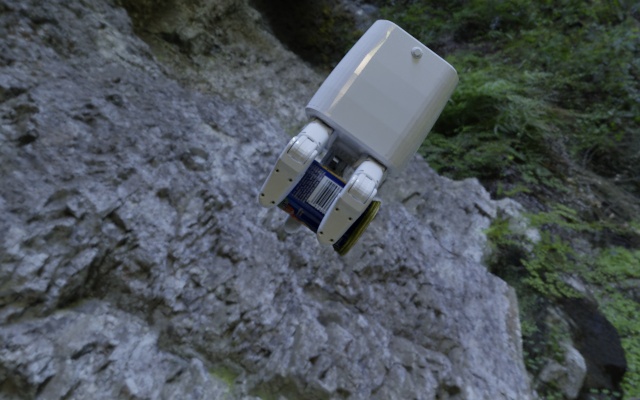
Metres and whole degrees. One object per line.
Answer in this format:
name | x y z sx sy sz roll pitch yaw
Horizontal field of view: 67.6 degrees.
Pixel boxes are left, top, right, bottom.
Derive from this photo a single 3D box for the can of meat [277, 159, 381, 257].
can of meat | 0.000 0.001 0.435 0.084 0.057 0.102 36 -3 -1
